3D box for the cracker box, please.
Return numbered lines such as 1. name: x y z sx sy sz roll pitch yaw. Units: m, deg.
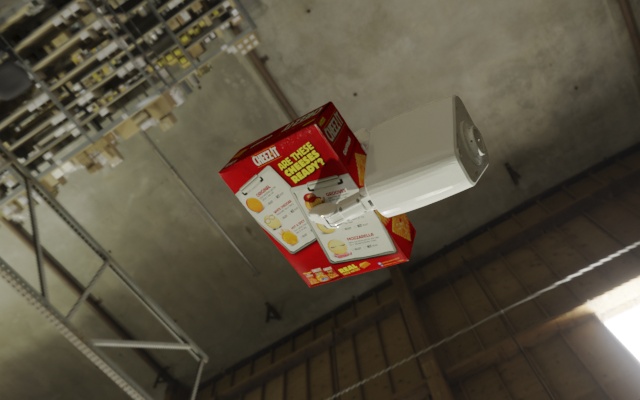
1. cracker box: 0.000 0.002 0.622 0.164 0.214 0.072 -21 25 33
